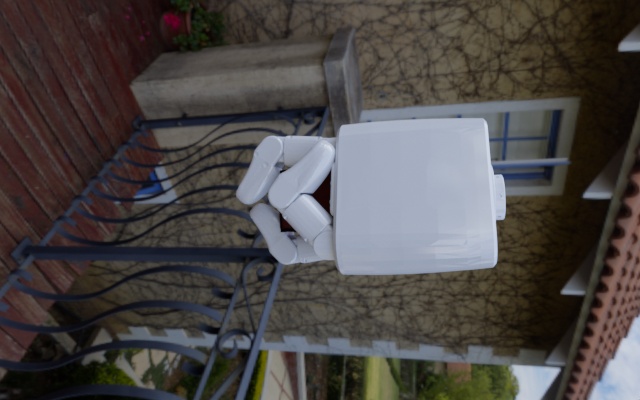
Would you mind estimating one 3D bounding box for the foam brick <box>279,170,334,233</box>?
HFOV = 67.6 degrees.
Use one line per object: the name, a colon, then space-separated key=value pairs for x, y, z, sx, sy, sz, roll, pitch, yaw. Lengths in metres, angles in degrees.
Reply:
foam brick: x=0.000 y=0.001 z=0.416 sx=0.051 sy=0.053 sz=0.078 roll=-3 pitch=-3 yaw=14
